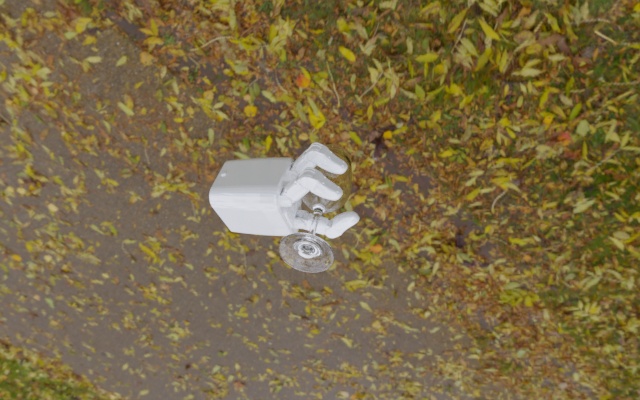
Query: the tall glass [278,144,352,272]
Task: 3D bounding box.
[{"bbox_3d":[0.000,0.003,0.684,0.079,0.079,0.201,0,42,15],"label":"tall glass"}]
